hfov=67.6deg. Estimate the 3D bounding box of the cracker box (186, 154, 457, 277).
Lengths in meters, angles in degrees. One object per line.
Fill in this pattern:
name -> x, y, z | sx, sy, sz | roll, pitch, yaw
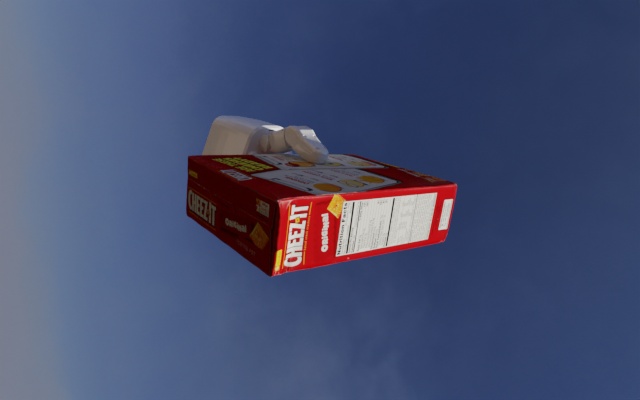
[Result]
cracker box -> 0.000, 0.001, 0.473 | 0.213, 0.072, 0.164 | -6, 19, -38
